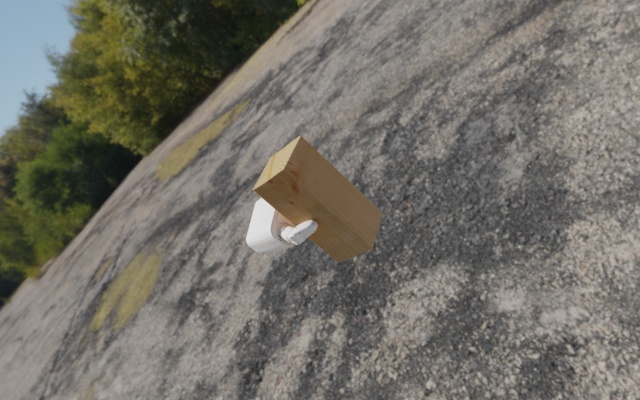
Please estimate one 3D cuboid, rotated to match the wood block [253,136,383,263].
[{"bbox_3d":[0.000,0.003,0.819,0.206,0.090,0.090,41,-45,-20],"label":"wood block"}]
